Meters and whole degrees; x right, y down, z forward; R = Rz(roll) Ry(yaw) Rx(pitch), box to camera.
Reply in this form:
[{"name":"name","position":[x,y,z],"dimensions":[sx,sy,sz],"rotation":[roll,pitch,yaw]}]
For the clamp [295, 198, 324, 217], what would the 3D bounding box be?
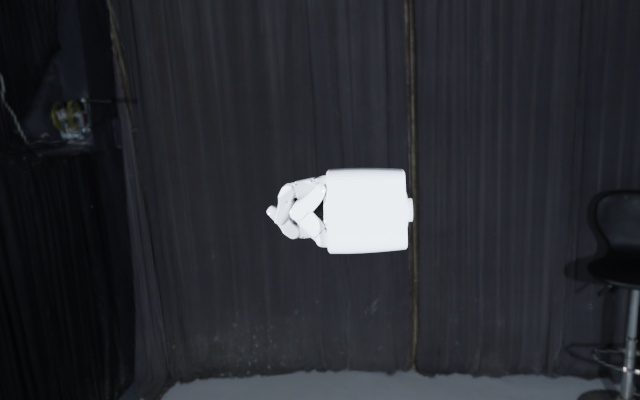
[{"name":"clamp","position":[0.000,0.002,0.752],"dimensions":[0.120,0.039,0.171],"rotation":[-1,11,6]}]
